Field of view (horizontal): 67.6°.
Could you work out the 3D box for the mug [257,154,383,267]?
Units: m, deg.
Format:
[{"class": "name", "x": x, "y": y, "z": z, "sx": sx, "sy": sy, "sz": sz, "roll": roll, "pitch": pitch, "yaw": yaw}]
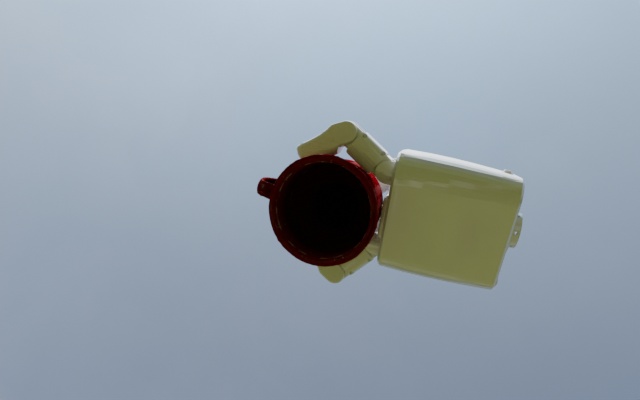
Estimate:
[{"class": "mug", "x": -0.001, "y": 0.001, "z": 0.431, "sx": 0.117, "sy": 0.093, "sz": 0.081, "roll": 14, "pitch": 10, "yaw": 13}]
